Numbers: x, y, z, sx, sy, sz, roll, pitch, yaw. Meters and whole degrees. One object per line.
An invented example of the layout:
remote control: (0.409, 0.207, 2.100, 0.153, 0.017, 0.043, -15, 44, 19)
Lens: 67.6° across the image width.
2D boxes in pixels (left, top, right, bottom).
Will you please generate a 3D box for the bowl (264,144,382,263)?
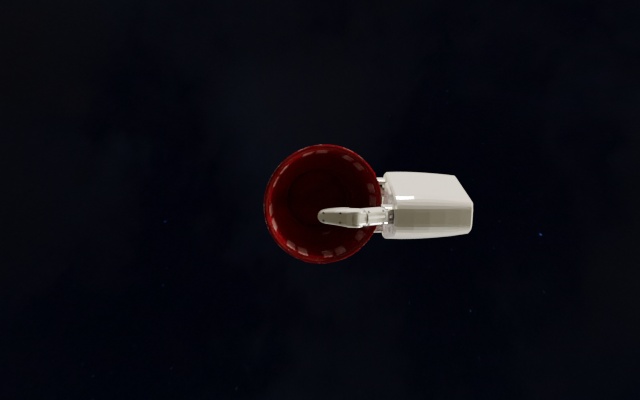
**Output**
bowl: (-0.001, 0.002, 0.661, 0.162, 0.162, 0.055, 0, 10, -12)
